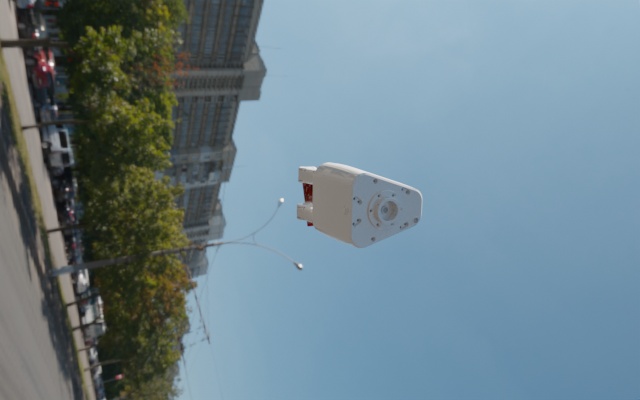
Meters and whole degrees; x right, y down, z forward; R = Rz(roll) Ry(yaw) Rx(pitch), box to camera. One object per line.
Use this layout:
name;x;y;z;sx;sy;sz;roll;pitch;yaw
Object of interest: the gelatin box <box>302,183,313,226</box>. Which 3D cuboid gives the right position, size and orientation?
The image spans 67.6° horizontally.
gelatin box;0.000;0.002;0.752;0.030;0.073;0.089;-6;-2;-20
